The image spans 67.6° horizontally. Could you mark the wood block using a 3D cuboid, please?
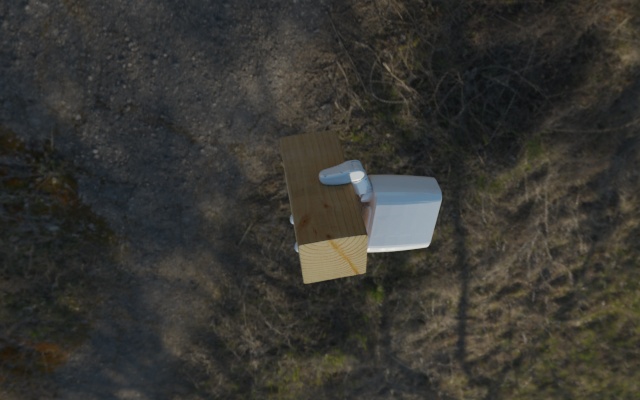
[{"bbox_3d":[0.001,0.002,0.689,0.090,0.206,0.091,-9,-42,-5],"label":"wood block"}]
